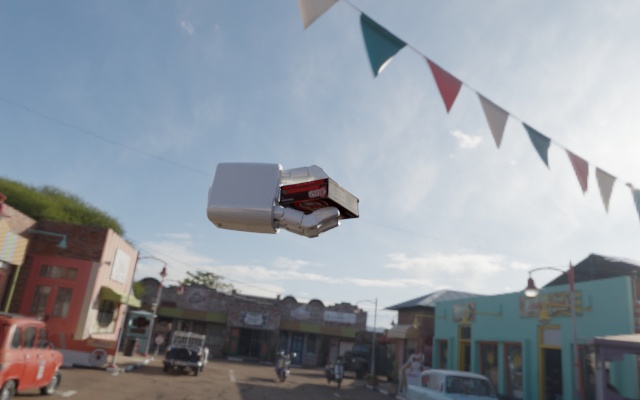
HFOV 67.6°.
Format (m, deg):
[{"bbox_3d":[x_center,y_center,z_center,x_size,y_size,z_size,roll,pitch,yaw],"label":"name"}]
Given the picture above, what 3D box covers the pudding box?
[{"bbox_3d":[0.000,0.002,0.778,0.090,0.039,0.113,-7,-19,30],"label":"pudding box"}]
